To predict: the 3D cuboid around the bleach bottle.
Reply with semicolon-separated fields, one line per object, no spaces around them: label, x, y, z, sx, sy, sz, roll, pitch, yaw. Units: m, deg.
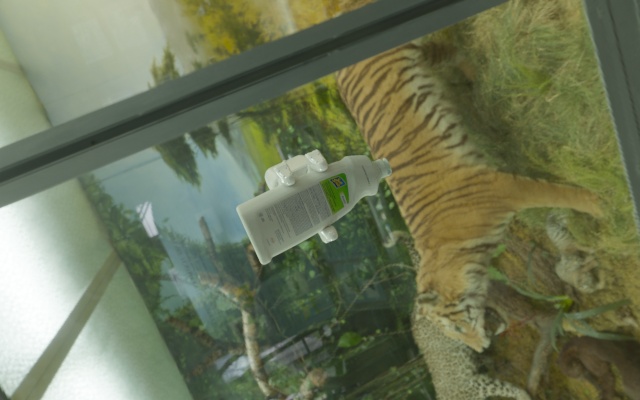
bleach bottle;0.000;0.002;0.761;0.251;0.102;0.068;-25;19;-9
